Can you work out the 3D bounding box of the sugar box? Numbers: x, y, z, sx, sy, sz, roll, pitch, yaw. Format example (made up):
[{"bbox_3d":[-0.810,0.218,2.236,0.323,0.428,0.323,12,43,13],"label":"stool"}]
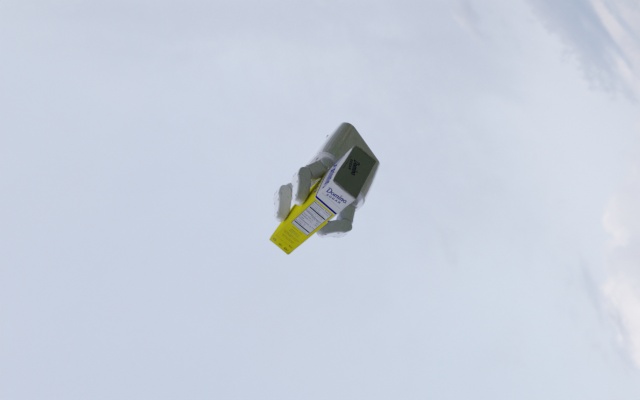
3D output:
[{"bbox_3d":[0.000,0.002,0.688,0.176,0.048,0.093,-46,9,43],"label":"sugar box"}]
